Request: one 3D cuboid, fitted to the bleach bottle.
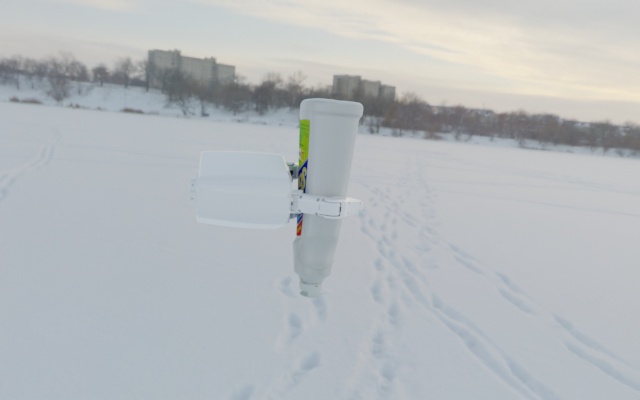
[{"bbox_3d":[0.000,0.002,0.604,0.068,0.251,0.102,3,9,-13],"label":"bleach bottle"}]
